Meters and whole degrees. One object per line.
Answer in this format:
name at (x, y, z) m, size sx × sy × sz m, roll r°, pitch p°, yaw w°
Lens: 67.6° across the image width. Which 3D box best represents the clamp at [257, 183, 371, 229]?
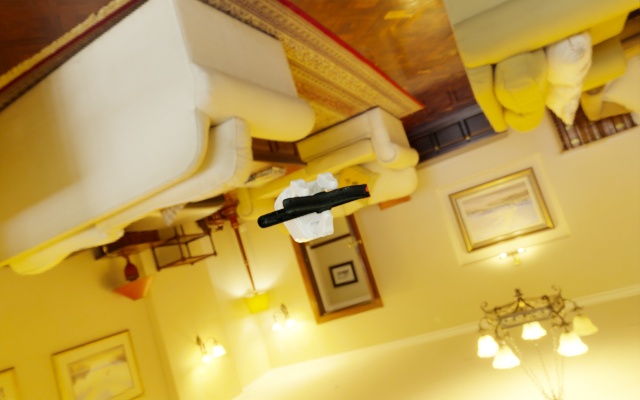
clamp at (0.001, 0.003, 0.846) m, size 0.210 × 0.036 × 0.164 m, roll -15°, pitch -5°, yaw -18°
